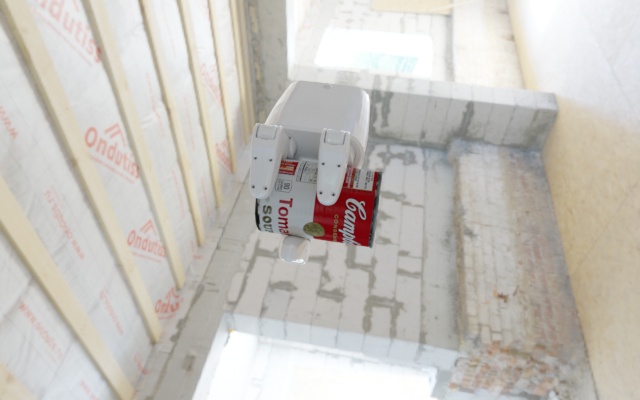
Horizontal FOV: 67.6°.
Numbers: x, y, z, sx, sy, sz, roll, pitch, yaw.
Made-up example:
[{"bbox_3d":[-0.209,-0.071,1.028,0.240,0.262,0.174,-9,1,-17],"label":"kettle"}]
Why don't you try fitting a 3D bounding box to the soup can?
[{"bbox_3d":[0.000,0.002,0.422,0.102,0.068,0.068,8,1,6],"label":"soup can"}]
